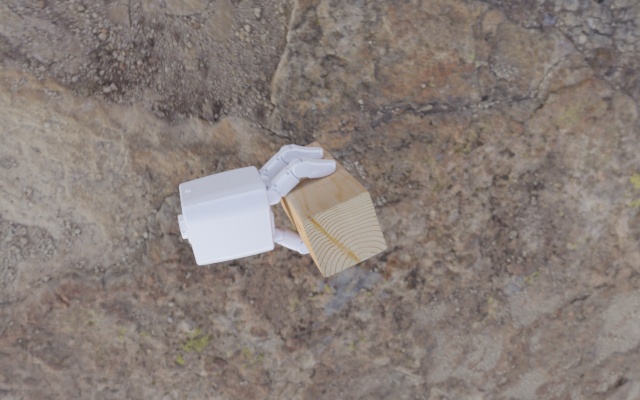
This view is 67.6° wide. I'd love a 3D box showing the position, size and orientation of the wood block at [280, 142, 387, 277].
[{"bbox_3d":[0.000,0.003,0.661,0.090,0.091,0.206,-25,29,-7],"label":"wood block"}]
